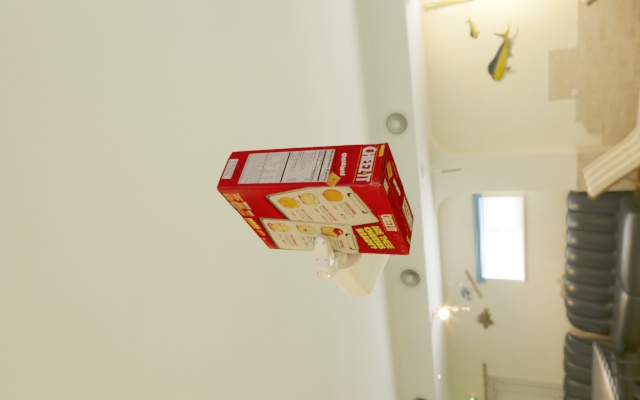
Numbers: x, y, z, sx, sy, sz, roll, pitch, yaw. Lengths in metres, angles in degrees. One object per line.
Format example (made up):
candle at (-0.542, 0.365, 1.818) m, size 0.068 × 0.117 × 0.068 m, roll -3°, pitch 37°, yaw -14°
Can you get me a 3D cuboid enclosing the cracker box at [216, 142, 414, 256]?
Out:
cracker box at (0.000, 0.002, 0.626) m, size 0.213 × 0.072 × 0.164 m, roll -1°, pitch -34°, yaw 23°
